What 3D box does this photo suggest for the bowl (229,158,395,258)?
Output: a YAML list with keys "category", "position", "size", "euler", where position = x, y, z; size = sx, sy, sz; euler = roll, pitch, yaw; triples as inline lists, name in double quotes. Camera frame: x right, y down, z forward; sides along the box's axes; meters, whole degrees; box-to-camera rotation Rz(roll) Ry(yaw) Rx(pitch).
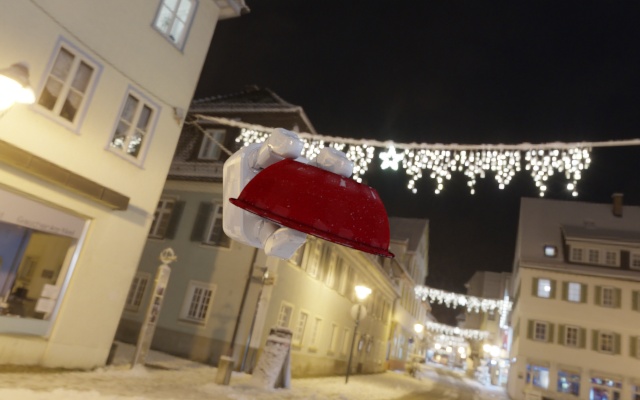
- category: "bowl"
  position: [0.001, 0.001, 0.444]
  size: [0.162, 0.055, 0.162]
  euler: [19, 0, 0]
